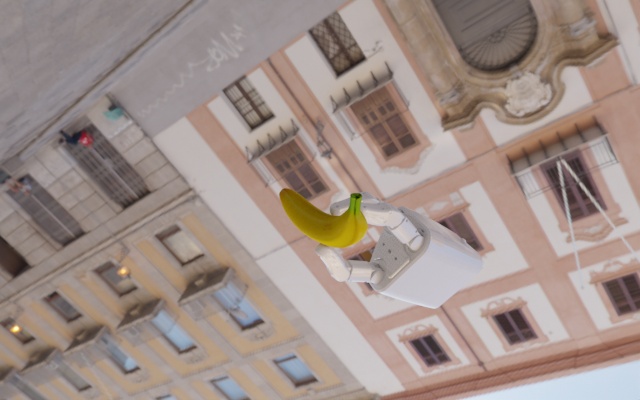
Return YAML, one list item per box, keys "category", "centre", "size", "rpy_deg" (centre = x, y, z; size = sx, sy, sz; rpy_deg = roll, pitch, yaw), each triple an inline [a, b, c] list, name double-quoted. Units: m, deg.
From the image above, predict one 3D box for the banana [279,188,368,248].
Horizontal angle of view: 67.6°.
- category: "banana"
  centre: [0.004, 0.021, 0.579]
  size: [0.037, 0.069, 0.198]
  rpy_deg: [-9, 7, -29]
